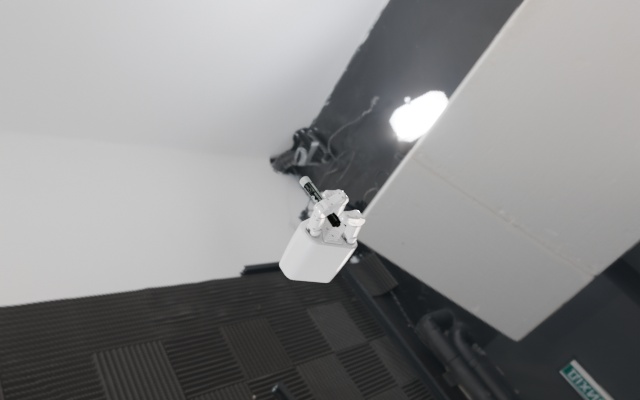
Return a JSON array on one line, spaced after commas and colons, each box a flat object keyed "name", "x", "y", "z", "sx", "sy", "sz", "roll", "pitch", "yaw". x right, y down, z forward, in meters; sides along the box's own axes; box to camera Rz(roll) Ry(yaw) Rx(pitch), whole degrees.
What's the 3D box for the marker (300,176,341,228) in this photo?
[{"name": "marker", "x": 0.000, "y": 0.003, "z": 0.847, "sx": 0.020, "sy": 0.020, "sz": 0.121, "roll": 0, "pitch": 42, "yaw": -44}]
